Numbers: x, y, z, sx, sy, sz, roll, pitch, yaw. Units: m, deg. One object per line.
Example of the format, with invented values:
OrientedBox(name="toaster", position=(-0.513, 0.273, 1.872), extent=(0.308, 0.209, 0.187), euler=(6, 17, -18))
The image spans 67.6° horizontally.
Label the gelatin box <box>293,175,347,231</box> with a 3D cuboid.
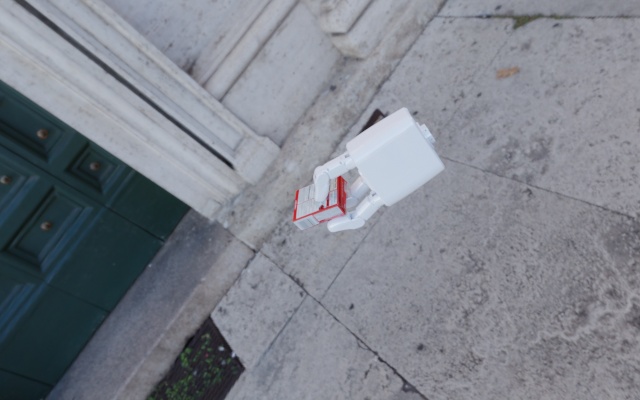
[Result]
OrientedBox(name="gelatin box", position=(0.000, 0.002, 0.788), extent=(0.089, 0.073, 0.030), euler=(-21, -49, 23))
